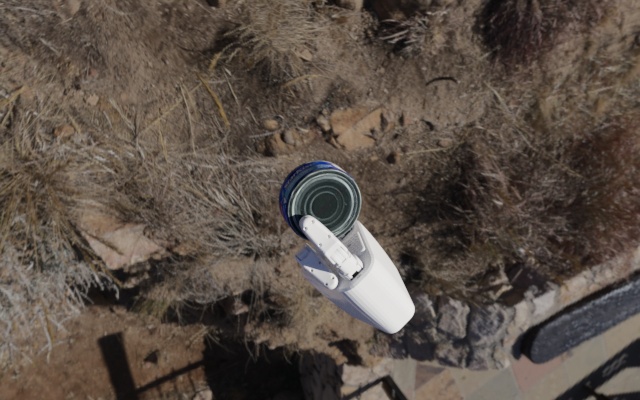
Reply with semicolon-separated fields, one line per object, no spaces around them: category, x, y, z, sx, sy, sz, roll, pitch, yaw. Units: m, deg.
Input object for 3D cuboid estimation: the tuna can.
tuna can;0.000;0.002;0.517;0.086;0.086;0.033;0;19;-20
